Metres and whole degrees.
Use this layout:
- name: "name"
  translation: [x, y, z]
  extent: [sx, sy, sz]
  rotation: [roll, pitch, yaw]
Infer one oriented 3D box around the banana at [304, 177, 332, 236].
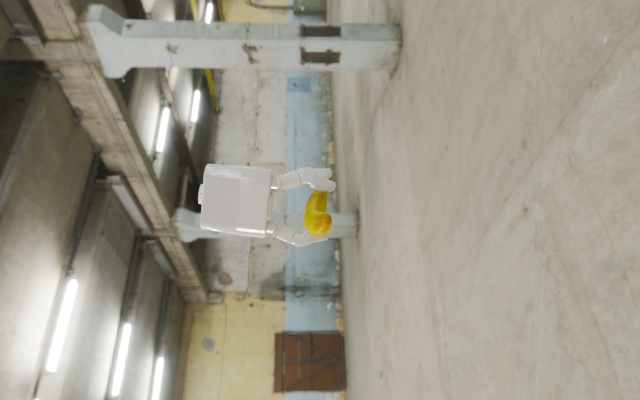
- name: "banana"
  translation: [-0.005, 0.018, 0.771]
  extent: [0.037, 0.070, 0.197]
  rotation: [13, 21, -6]
